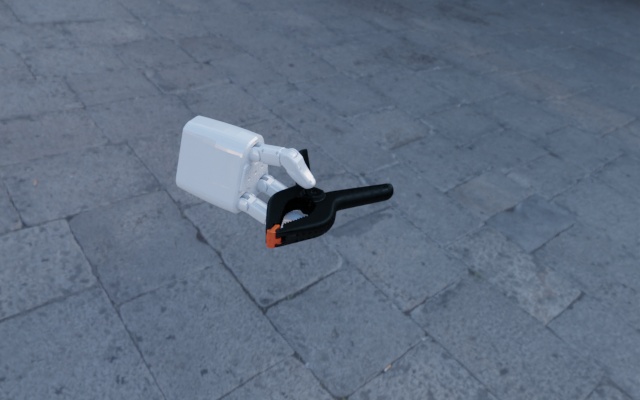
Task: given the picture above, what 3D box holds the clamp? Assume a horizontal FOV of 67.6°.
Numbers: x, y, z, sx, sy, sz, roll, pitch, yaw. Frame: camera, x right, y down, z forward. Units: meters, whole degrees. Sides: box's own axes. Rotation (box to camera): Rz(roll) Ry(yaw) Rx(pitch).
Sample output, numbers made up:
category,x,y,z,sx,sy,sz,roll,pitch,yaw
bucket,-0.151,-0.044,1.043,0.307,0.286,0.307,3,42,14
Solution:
category,x,y,z,sx,sy,sz,roll,pitch,yaw
clamp,0.000,0.002,0.661,0.164,0.036,0.210,19,38,16
